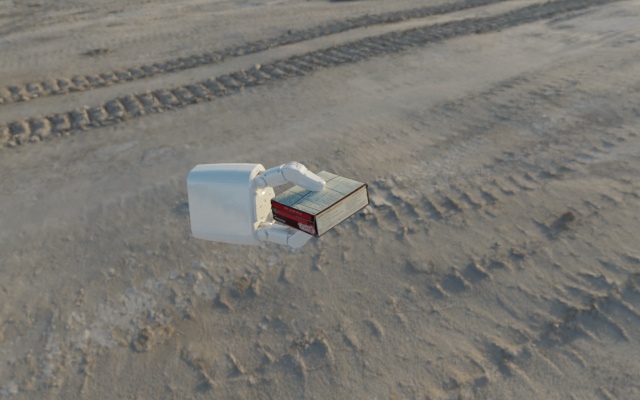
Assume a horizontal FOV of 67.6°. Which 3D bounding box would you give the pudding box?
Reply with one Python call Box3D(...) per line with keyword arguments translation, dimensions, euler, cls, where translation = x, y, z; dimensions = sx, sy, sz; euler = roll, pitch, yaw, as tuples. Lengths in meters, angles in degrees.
Box3D(translation=(0.000, 0.002, 0.672), dimensions=(0.090, 0.039, 0.113), euler=(20, 40, 40), cls="pudding box")
